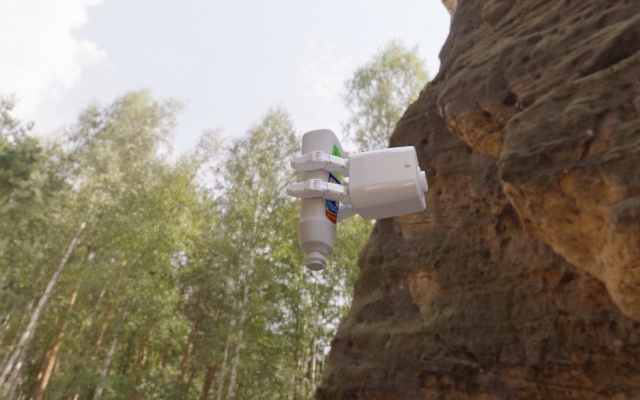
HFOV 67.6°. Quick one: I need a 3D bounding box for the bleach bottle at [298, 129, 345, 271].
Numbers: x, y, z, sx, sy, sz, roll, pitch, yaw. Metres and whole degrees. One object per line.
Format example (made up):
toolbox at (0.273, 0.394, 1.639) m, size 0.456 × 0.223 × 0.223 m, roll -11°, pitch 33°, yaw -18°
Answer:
bleach bottle at (0.000, 0.003, 0.800) m, size 0.068 × 0.250 × 0.103 m, roll -8°, pitch -36°, yaw 16°
